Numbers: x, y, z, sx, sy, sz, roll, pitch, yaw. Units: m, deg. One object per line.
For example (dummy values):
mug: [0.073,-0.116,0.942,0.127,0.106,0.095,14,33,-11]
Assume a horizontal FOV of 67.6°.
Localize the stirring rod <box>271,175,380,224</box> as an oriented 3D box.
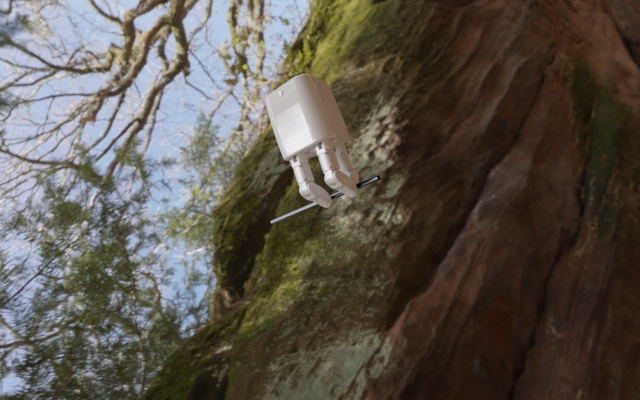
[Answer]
stirring rod: [0.000,0.002,0.786,0.239,0.011,0.011,-23,-15,39]
